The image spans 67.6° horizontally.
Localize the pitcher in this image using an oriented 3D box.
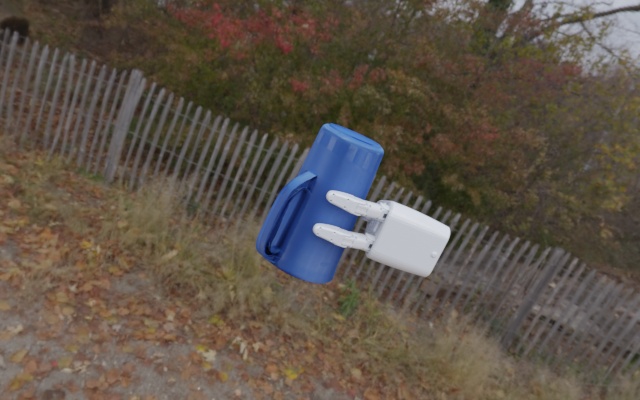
[{"bbox_3d":[0.000,0.003,0.776,0.145,0.243,0.149,23,14,-5],"label":"pitcher"}]
